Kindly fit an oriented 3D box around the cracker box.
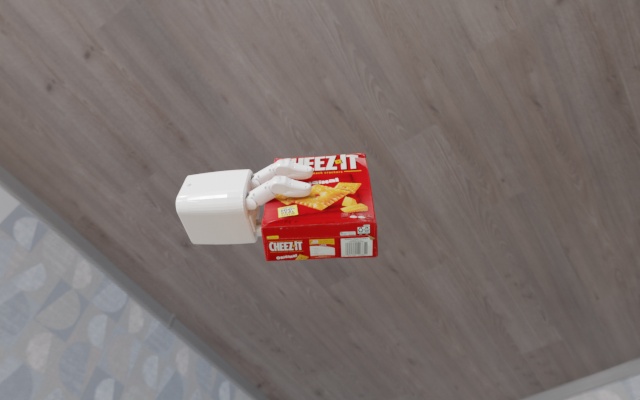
[{"bbox_3d":[0.000,0.003,0.757,0.164,0.072,0.213,-3,33,2],"label":"cracker box"}]
